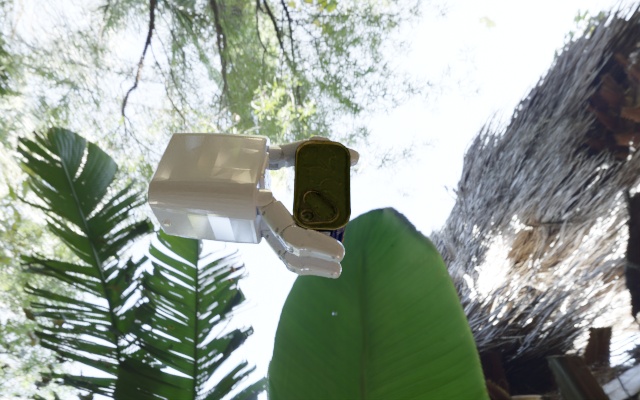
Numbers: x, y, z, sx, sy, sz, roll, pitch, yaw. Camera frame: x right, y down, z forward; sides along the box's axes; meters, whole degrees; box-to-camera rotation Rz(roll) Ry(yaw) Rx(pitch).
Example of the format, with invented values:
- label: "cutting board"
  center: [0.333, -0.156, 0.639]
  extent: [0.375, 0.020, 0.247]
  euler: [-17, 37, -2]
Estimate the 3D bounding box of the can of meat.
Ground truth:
- label: "can of meat"
  center: [0.000, 0.002, 0.508]
  extent: [0.057, 0.102, 0.084]
  euler: [2, -29, -2]
